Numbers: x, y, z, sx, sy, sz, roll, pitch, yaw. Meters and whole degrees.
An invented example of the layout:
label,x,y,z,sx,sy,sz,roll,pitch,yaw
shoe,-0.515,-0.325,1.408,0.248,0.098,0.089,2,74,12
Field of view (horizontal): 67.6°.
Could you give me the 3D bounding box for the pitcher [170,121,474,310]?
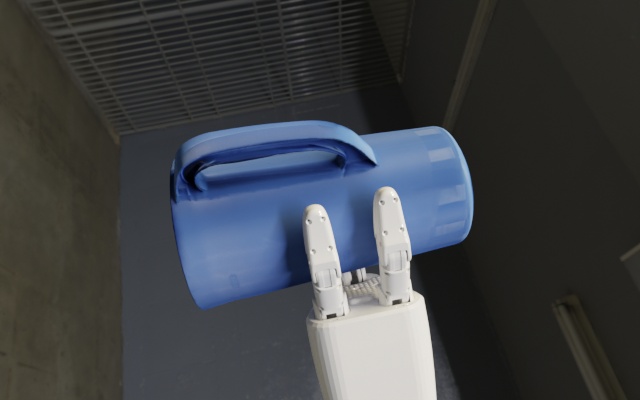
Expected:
label,x,y,z,sx,sy,sz,roll,pitch,yaw
pitcher,0.000,0.002,0.413,0.243,0.145,0.149,-11,8,-4
